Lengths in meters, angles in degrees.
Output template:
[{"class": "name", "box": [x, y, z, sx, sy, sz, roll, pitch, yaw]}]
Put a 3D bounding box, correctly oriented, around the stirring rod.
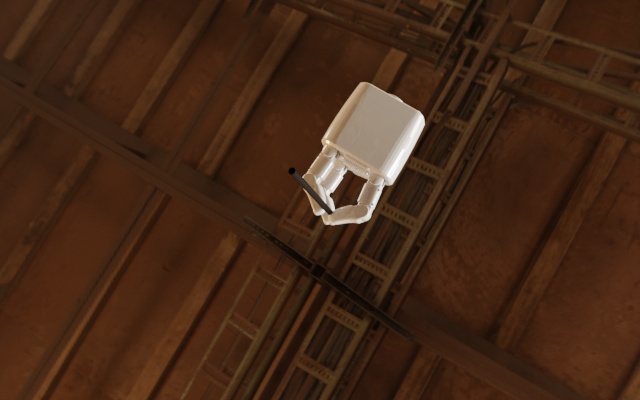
[{"class": "stirring rod", "box": [0.000, 0.002, 0.622, 0.011, 0.011, 0.240, 0, -16, 15]}]
